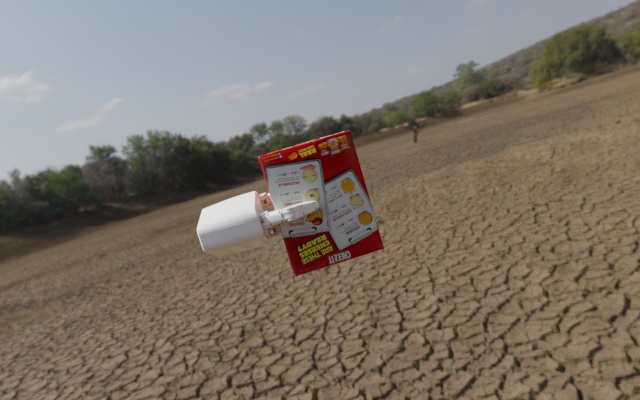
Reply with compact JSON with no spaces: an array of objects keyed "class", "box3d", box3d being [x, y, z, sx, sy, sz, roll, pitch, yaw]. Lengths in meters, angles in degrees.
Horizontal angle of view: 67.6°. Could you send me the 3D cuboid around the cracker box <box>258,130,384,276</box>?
[{"class":"cracker box","box3d":[0.000,0.003,0.838,0.164,0.214,0.072,-17,5,-2]}]
